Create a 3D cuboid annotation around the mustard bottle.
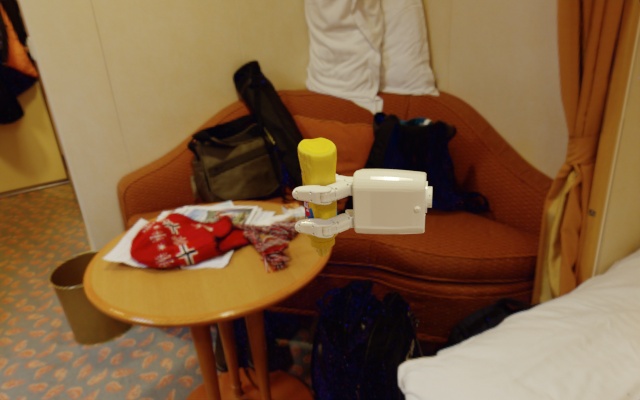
[{"bbox_3d":[0.000,0.002,0.767,0.058,0.192,0.096,-8,23,-9],"label":"mustard bottle"}]
